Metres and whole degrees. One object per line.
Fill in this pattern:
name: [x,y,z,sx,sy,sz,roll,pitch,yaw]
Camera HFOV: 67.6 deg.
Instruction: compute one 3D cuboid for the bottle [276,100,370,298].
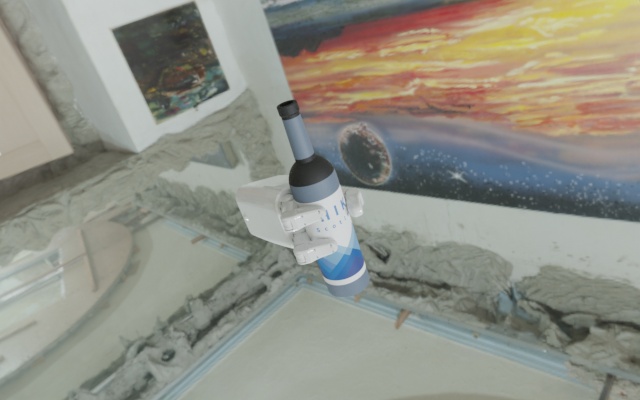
bottle: [0.000,0.002,0.669,0.069,0.296,0.069,-15,26,8]
